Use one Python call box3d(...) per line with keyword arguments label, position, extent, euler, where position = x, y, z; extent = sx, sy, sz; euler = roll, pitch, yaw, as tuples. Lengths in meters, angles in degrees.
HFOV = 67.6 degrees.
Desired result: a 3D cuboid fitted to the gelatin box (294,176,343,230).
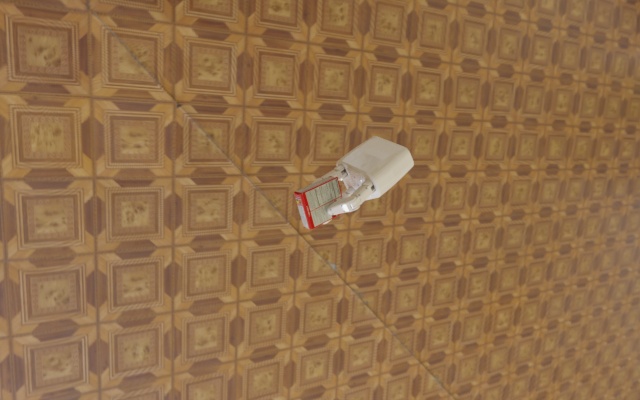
box3d(label="gelatin box", position=(0.000, 0.003, 0.893), extent=(0.089, 0.073, 0.030), euler=(-26, 22, -32))
